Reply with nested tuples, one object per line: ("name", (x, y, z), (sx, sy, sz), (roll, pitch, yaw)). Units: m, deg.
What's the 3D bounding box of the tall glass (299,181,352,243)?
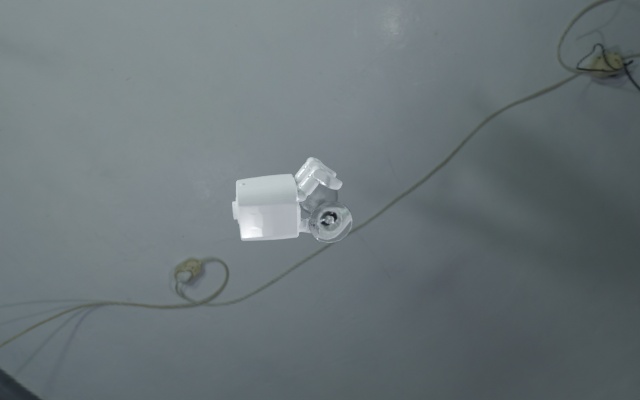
("tall glass", (0.000, 0.003, 0.881), (0.079, 0.079, 0.201), (0, 20, -10))
